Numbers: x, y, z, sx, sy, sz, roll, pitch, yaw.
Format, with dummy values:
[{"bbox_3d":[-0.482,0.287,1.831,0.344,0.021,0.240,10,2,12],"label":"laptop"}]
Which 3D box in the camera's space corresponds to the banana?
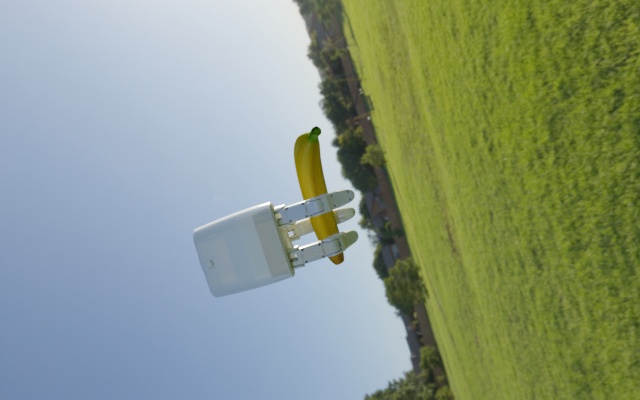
[{"bbox_3d":[-0.005,-0.008,0.634,0.037,0.198,0.069,-16,26,-7],"label":"banana"}]
